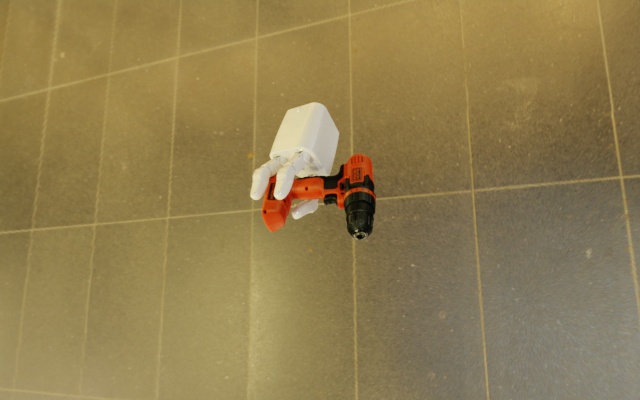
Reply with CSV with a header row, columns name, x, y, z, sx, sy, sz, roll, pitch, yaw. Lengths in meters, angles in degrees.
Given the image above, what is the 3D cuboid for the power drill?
name,x,y,z,sx,sy,sz,roll,pitch,yaw
power drill,0.000,0.002,0.801,0.187,0.057,0.184,-8,40,12
